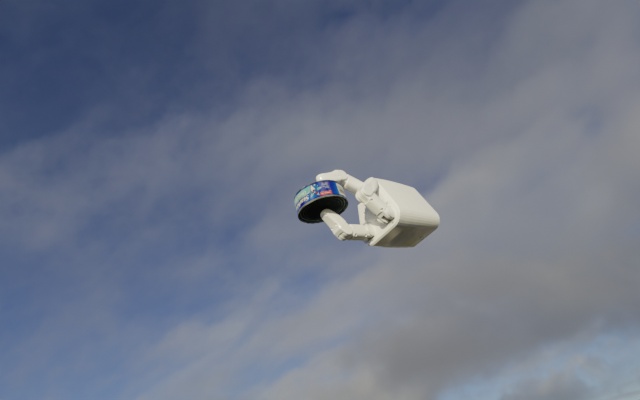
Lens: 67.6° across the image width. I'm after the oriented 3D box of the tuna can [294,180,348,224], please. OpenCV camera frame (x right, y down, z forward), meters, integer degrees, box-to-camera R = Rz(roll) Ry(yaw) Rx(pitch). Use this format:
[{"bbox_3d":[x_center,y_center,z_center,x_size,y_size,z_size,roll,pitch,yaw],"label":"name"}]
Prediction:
[{"bbox_3d":[0.000,0.002,0.786,0.086,0.033,0.086,-14,-28,-8],"label":"tuna can"}]
